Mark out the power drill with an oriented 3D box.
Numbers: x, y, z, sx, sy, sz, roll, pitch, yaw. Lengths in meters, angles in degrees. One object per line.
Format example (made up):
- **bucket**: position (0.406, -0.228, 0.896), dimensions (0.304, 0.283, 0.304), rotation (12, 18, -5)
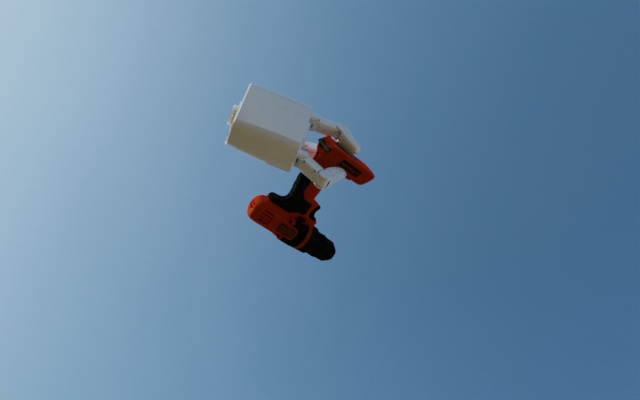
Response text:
- **power drill**: position (0.000, 0.002, 0.792), dimensions (0.184, 0.188, 0.057), rotation (34, 13, -32)
